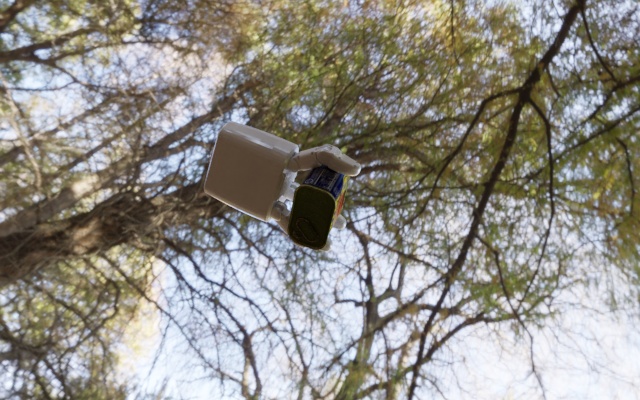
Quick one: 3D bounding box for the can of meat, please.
[{"bbox_3d":[0.000,0.002,0.659,0.057,0.102,0.084,20,38,9],"label":"can of meat"}]
